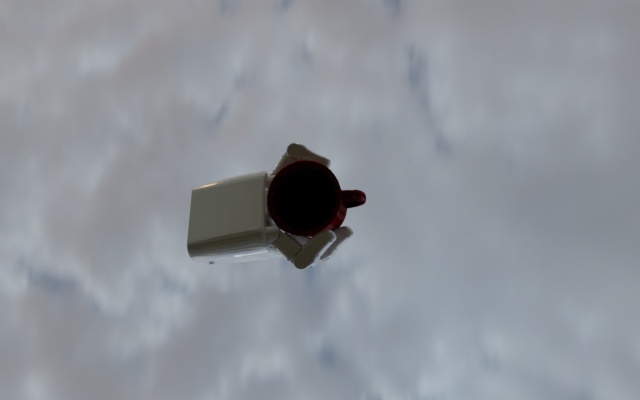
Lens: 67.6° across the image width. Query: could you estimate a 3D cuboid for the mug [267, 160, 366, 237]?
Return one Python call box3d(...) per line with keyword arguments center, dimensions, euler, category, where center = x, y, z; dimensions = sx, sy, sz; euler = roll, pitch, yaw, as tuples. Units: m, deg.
box3d(center=(0.002, 0.002, 0.608), dimensions=(0.117, 0.093, 0.081), euler=(-9, -12, 12), category="mug")
